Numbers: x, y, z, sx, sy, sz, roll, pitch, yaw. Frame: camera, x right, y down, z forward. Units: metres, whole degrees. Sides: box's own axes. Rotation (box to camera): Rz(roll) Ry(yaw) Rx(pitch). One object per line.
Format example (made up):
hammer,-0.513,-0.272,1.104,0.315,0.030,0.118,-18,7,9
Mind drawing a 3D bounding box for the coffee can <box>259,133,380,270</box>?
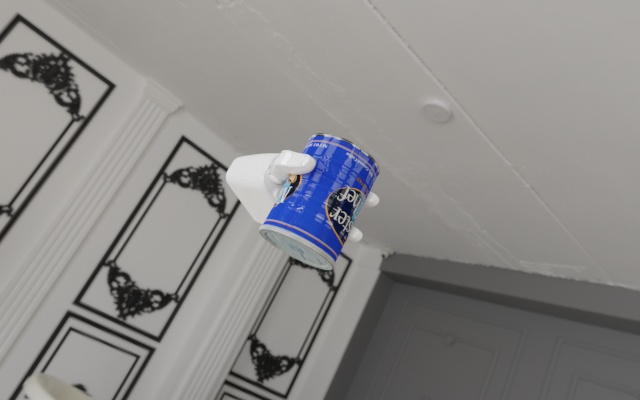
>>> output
coffee can,0.000,0.002,0.603,0.103,0.140,0.103,25,-18,8
